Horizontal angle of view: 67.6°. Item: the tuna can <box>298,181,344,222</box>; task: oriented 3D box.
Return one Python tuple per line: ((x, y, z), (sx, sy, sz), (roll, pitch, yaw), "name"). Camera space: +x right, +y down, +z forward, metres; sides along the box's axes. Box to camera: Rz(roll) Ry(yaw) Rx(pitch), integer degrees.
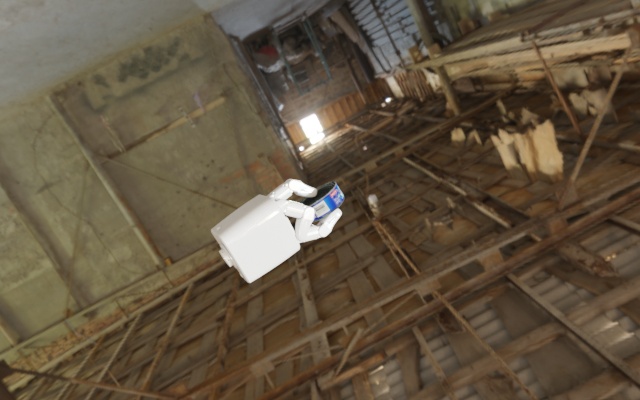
((0.000, 0.003, 0.865), (0.086, 0.034, 0.086), (-31, 15, 9), "tuna can")
